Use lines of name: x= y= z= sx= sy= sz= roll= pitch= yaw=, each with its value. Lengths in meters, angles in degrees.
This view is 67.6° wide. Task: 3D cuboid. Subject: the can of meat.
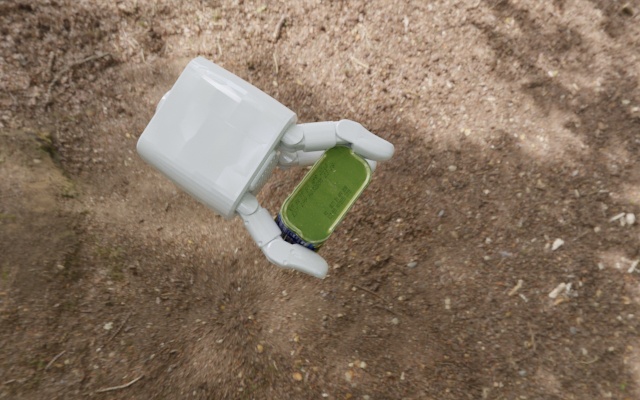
can of meat: x=0.000 y=0.002 z=0.467 sx=0.057 sy=0.102 sz=0.084 roll=37 pitch=-16 yaw=1
